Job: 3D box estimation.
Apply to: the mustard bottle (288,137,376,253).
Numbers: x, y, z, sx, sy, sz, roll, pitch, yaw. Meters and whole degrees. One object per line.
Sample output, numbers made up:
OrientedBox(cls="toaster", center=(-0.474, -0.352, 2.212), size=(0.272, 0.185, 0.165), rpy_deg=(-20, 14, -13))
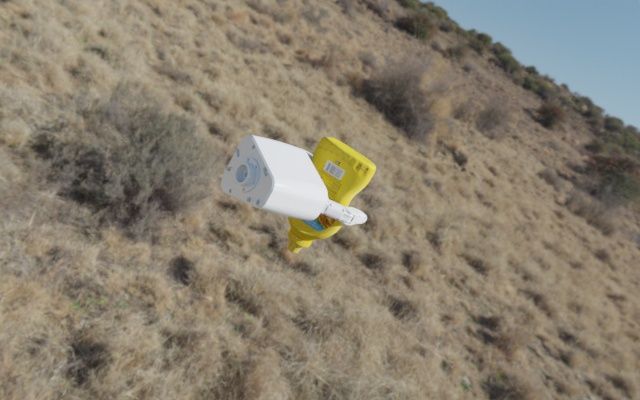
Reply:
OrientedBox(cls="mustard bottle", center=(0.000, 0.002, 0.757), size=(0.096, 0.192, 0.058), rpy_deg=(35, 16, 15))
